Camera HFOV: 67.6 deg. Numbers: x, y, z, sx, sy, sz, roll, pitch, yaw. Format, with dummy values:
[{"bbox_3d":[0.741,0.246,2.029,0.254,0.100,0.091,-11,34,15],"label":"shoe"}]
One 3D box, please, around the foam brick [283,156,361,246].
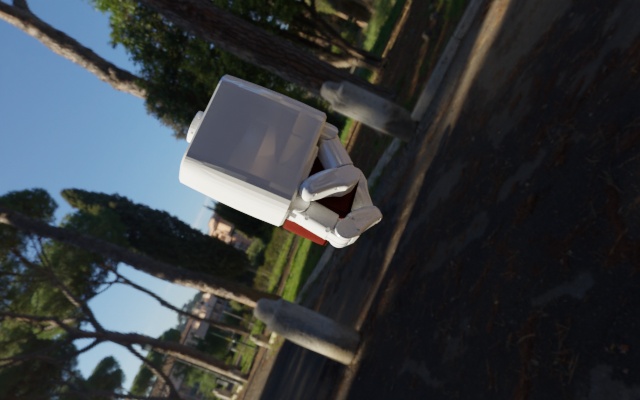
[{"bbox_3d":[0.000,0.002,0.497,0.051,0.053,0.078,22,-34,-7],"label":"foam brick"}]
